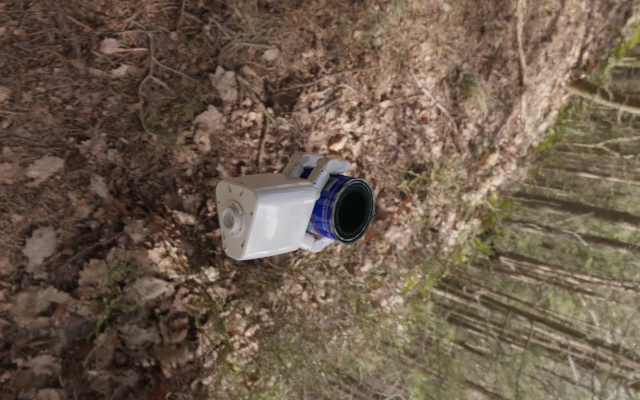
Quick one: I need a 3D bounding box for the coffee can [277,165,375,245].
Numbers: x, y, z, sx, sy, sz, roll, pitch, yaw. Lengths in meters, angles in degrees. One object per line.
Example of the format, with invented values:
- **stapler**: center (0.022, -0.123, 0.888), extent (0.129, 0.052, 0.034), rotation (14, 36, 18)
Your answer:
- **coffee can**: center (0.000, 0.002, 0.755), extent (0.140, 0.103, 0.103), rotation (16, 10, 41)
